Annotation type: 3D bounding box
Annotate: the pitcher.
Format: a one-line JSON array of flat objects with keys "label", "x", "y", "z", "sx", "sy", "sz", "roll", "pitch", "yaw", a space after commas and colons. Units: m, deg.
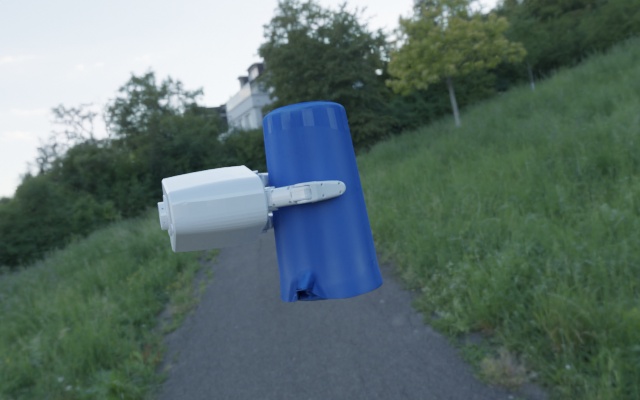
[{"label": "pitcher", "x": 0.000, "y": 0.002, "z": 0.625, "sx": 0.145, "sy": 0.243, "sz": 0.149, "roll": -9, "pitch": 1, "yaw": -20}]
